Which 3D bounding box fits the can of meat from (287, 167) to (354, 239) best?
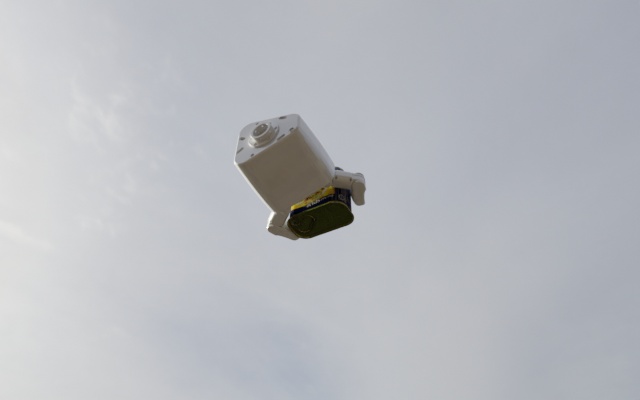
[{"bbox_3d":[0.000,0.002,0.758,0.102,0.083,0.057,-21,-48,21],"label":"can of meat"}]
